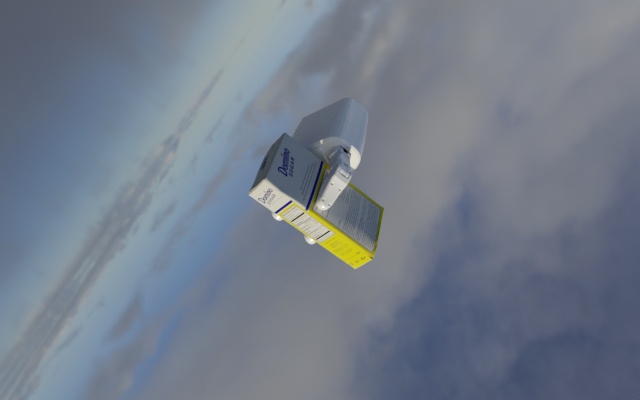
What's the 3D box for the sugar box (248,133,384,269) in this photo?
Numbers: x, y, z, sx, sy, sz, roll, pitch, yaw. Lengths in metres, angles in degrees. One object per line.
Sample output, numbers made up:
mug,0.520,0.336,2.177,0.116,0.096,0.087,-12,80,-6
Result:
sugar box,0.000,0.002,0.613,0.176,0.093,0.048,35,-46,-18
